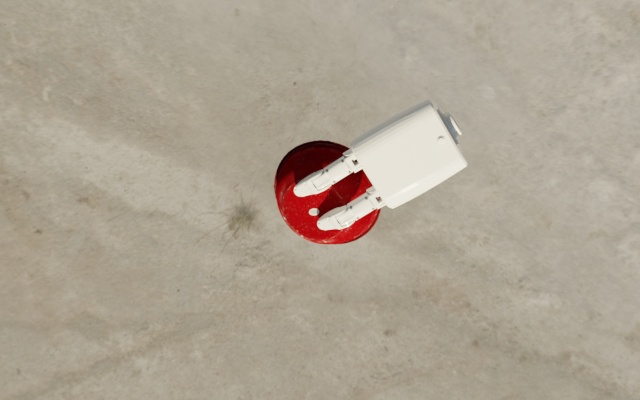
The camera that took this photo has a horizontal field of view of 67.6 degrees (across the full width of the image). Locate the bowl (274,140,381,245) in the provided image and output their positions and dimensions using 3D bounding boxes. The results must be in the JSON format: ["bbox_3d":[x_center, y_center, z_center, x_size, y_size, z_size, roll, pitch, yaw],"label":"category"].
[{"bbox_3d":[-0.001,0.003,0.659,0.162,0.162,0.055,0,25,21],"label":"bowl"}]
